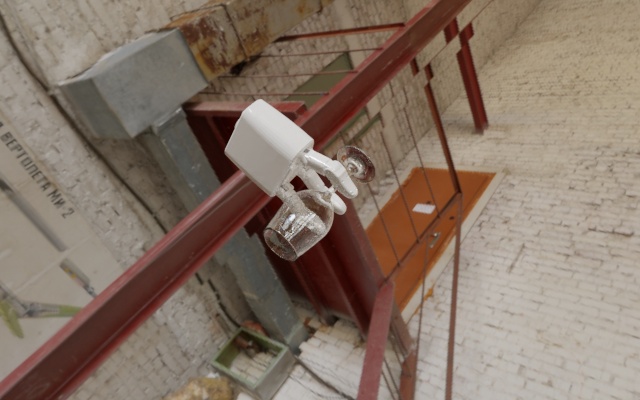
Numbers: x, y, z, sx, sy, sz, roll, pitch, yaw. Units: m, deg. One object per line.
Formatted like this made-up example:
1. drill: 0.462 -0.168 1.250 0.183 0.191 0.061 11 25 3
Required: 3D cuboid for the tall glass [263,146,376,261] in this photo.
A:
1. tall glass: 0.001 0.002 0.725 0.079 0.079 0.201 0 38 47
